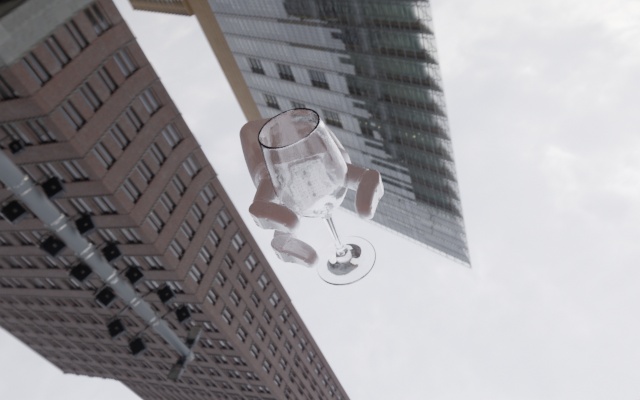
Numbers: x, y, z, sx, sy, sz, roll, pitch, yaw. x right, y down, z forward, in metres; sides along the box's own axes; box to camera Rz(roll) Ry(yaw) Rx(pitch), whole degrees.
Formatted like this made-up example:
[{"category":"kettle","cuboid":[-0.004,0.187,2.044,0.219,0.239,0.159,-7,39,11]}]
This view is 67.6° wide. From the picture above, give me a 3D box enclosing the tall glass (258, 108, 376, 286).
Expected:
[{"category":"tall glass","cuboid":[0.000,0.002,0.507,0.079,0.079,0.201,0,-44,25]}]
